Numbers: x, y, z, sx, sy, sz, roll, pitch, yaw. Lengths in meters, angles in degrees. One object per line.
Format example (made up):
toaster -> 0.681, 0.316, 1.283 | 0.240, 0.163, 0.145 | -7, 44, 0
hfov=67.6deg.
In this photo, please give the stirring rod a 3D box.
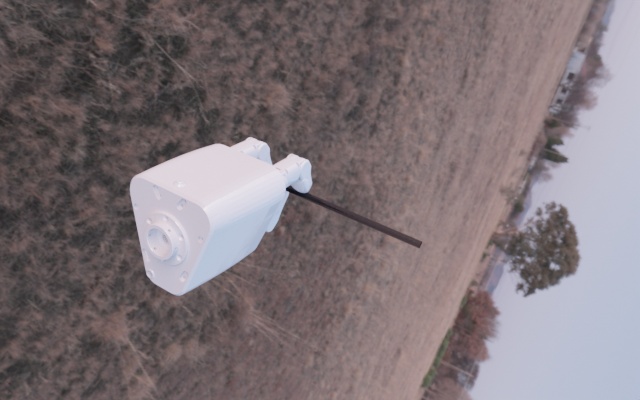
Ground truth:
stirring rod -> 0.000, 0.002, 0.536 | 0.239, 0.011, 0.011 | 23, 8, 20
